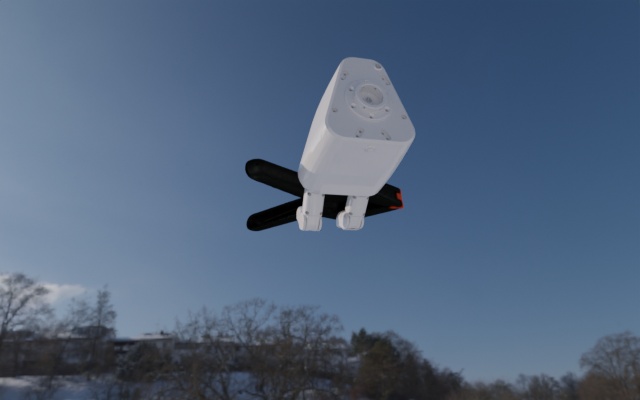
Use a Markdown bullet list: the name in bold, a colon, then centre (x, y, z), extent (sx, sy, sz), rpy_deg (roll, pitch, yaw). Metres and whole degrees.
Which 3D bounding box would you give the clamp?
- **clamp**: centre (0.001, 0.001, 0.618), extent (0.210, 0.036, 0.165), rpy_deg (3, -27, -14)
